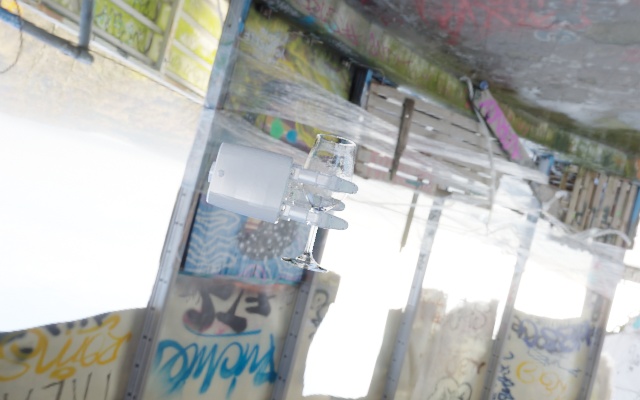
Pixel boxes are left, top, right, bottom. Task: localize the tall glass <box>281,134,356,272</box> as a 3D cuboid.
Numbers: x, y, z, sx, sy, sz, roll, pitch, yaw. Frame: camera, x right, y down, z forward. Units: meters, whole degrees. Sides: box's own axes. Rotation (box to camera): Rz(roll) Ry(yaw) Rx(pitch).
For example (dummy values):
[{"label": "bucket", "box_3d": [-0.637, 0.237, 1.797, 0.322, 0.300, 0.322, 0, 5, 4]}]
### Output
[{"label": "tall glass", "box_3d": [0.000, 0.003, 0.731, 0.079, 0.201, 0.079, 15, -1, 0]}]
